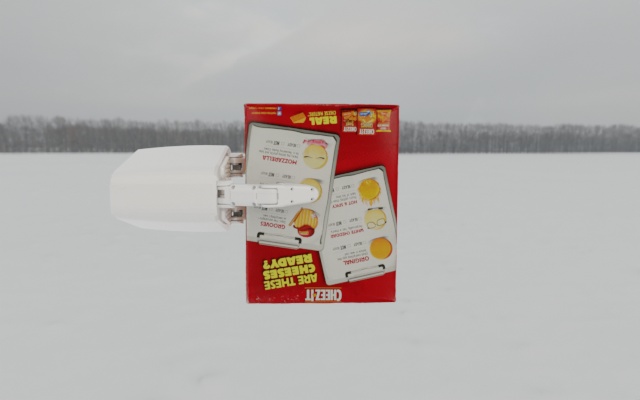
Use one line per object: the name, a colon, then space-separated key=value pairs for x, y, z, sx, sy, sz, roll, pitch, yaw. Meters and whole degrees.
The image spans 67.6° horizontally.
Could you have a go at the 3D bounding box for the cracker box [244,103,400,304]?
cracker box: x=0.000 y=0.002 z=0.533 sx=0.164 sy=0.214 sz=0.072 roll=0 pitch=6 yaw=-1
